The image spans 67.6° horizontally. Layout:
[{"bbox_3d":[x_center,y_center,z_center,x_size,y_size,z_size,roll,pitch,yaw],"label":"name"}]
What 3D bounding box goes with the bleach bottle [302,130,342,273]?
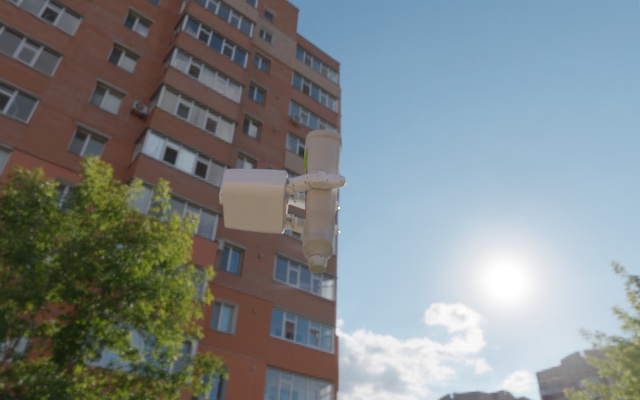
[{"bbox_3d":[0.000,0.003,0.828,0.068,0.250,0.103,4,-35,-2],"label":"bleach bottle"}]
